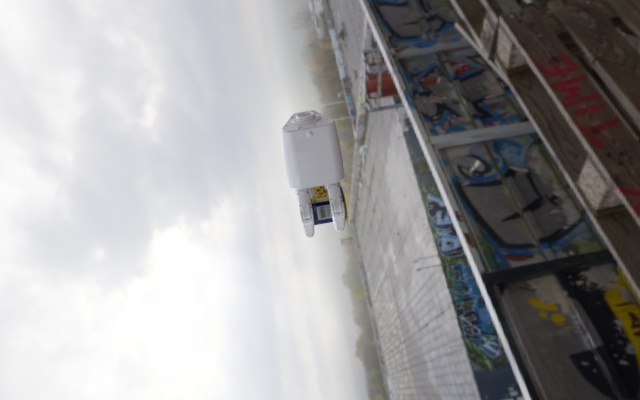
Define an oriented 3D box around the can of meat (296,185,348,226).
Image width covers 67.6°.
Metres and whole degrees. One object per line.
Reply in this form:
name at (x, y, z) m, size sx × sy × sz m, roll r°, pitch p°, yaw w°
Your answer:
can of meat at (0.000, 0.003, 0.882) m, size 0.084 × 0.057 × 0.102 m, roll -10°, pitch 29°, yaw -3°
